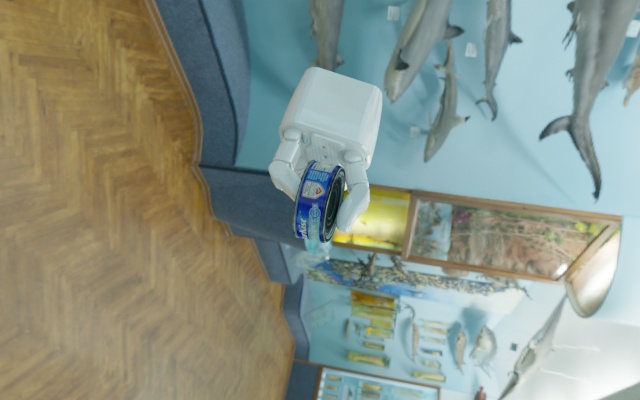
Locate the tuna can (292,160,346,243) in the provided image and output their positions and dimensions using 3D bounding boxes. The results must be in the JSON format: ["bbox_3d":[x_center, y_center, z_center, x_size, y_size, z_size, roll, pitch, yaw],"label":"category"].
[{"bbox_3d":[0.001,0.002,0.509,0.034,0.086,0.086,13,3,13],"label":"tuna can"}]
